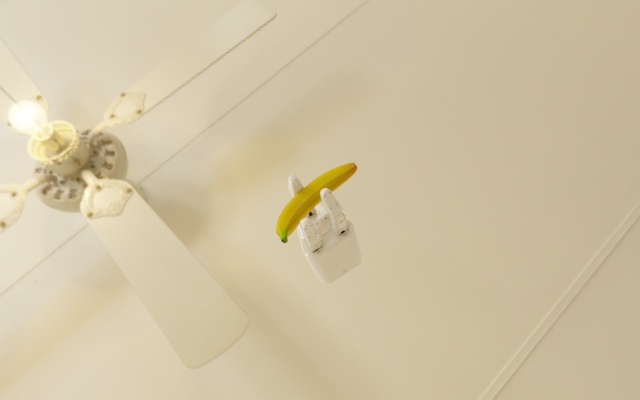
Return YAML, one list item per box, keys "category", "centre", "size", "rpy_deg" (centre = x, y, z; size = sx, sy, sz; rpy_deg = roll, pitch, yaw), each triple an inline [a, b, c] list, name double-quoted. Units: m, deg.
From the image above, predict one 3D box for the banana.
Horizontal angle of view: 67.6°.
- category: "banana"
  centre: [-0.015, 0.002, 0.807]
  size: [0.069, 0.037, 0.197]
  rpy_deg: [14, 52, 44]
